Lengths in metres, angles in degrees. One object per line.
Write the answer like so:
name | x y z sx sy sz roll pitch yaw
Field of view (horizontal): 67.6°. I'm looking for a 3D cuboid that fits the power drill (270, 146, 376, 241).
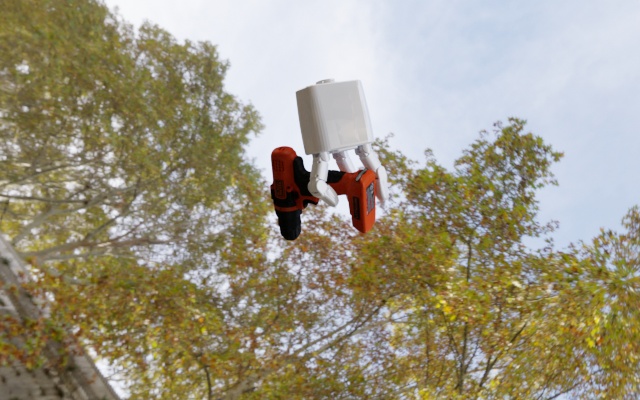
power drill | 0.001 0.003 0.829 0.187 0.184 0.057 9 32 23
